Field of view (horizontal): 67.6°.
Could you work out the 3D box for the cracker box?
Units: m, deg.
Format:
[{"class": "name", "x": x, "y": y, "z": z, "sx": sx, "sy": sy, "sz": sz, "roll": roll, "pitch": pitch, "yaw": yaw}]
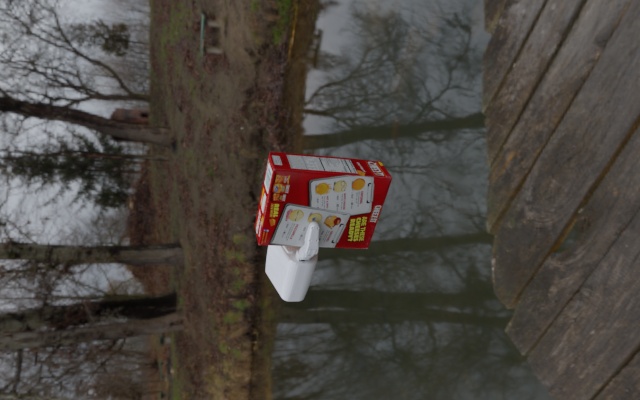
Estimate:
[{"class": "cracker box", "x": 0.000, "y": 0.003, "z": 0.863, "sx": 0.214, "sy": 0.164, "sz": 0.072, "roll": 3, "pitch": 34, "yaw": -18}]
